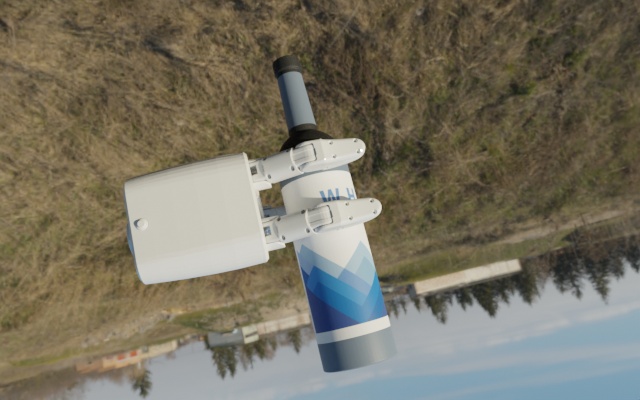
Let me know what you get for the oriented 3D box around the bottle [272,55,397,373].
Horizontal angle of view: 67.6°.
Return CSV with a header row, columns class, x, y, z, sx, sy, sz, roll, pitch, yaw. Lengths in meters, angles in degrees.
class,x,y,z,sx,sy,sz,roll,pitch,yaw
bottle,0.000,0.002,0.446,0.069,0.295,0.069,-13,-12,-3
